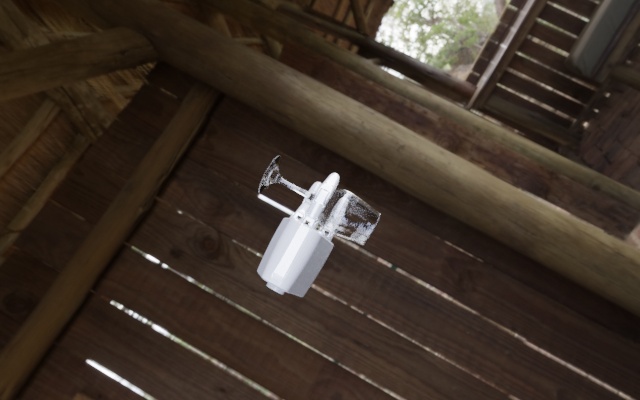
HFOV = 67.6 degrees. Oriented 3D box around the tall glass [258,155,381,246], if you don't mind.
[{"bbox_3d":[0.000,0.002,0.805,0.201,0.079,0.079,28,3,6],"label":"tall glass"}]
